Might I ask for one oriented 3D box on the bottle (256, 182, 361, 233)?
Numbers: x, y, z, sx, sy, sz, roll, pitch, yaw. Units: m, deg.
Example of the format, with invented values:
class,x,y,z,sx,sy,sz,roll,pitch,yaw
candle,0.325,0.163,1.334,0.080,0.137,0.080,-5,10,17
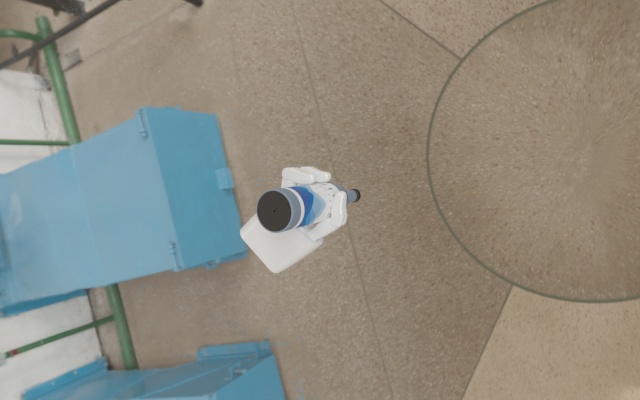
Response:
class,x,y,z,sx,sy,sz,roll,pitch,yaw
bottle,0.000,0.003,0.840,0.069,0.069,0.295,0,5,28
